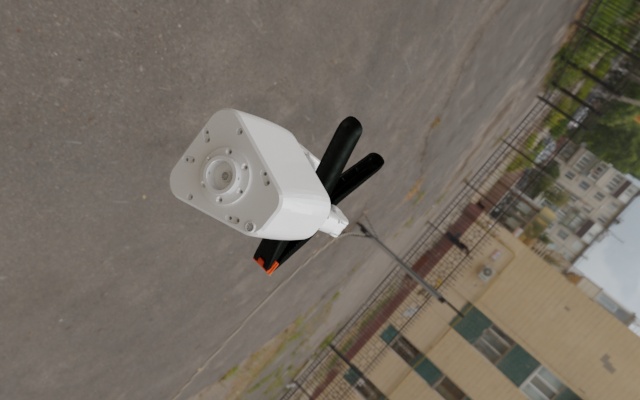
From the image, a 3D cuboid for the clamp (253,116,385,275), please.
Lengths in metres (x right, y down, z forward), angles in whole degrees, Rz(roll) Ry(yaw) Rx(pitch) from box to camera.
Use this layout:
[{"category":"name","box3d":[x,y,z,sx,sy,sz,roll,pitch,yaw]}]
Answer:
[{"category":"clamp","box3d":[0.000,0.003,0.581,0.036,0.210,0.164,42,11,20]}]
